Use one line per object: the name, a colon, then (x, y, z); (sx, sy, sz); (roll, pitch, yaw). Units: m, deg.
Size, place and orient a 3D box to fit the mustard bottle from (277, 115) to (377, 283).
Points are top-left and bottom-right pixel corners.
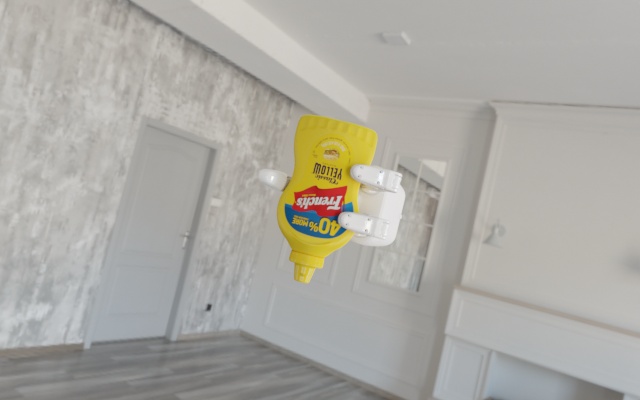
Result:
mustard bottle: (0.000, 0.002, 0.563); (0.096, 0.191, 0.058); (14, -3, 0)
